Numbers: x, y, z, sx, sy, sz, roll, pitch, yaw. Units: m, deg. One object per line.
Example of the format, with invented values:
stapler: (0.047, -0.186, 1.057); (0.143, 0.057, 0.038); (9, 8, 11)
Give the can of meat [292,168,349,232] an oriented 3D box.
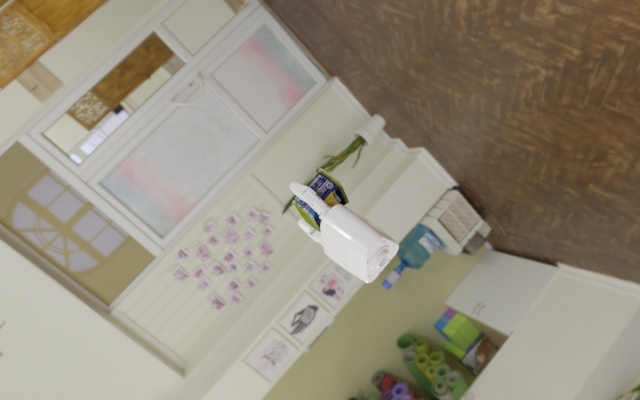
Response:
can of meat: (0.000, 0.003, 0.900); (0.057, 0.084, 0.102); (36, -12, 28)
